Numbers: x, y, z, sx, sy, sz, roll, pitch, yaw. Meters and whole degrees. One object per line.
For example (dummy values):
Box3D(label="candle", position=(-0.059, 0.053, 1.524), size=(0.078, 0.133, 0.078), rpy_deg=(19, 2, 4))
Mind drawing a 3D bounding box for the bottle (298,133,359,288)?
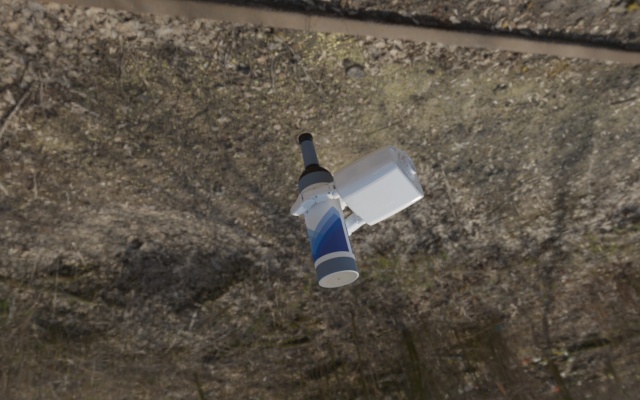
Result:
Box3D(label="bottle", position=(0.000, 0.003, 0.838), size=(0.069, 0.295, 0.069), rpy_deg=(-10, -30, -6))
